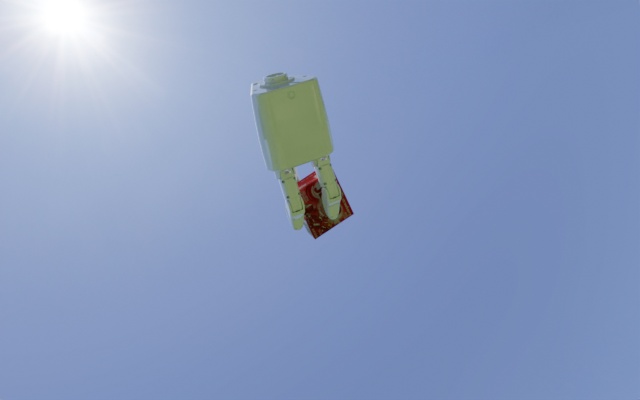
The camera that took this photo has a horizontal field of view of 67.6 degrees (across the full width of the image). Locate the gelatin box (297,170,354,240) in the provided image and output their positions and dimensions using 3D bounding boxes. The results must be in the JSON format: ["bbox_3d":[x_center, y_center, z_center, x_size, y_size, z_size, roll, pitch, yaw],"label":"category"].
[{"bbox_3d":[0.000,0.002,0.711,0.073,0.089,0.030,-33,32,-11],"label":"gelatin box"}]
